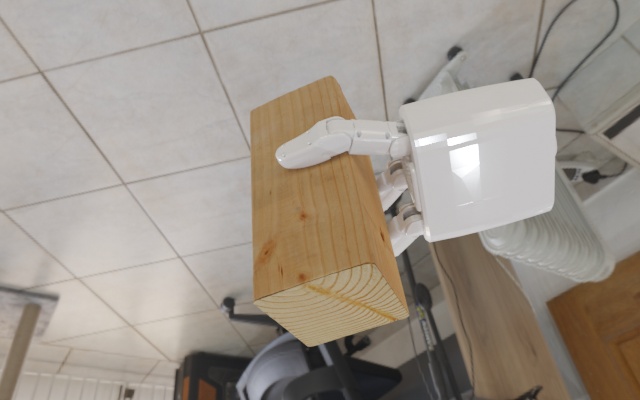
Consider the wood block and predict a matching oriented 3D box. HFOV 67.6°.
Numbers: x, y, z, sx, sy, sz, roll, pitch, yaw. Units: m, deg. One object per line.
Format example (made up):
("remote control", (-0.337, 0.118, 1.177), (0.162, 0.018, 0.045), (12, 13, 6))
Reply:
("wood block", (0.000, 0.001, 0.409), (0.090, 0.206, 0.091), (-21, -42, 14))
